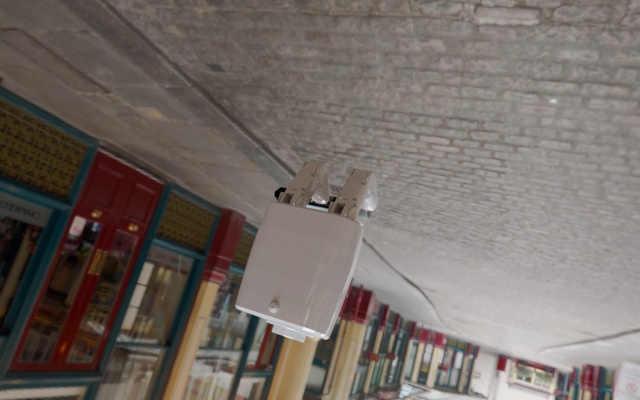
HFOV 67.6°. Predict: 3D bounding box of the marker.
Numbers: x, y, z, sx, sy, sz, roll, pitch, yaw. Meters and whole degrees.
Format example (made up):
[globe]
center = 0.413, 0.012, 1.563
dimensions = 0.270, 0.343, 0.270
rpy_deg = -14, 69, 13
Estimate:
[marker]
center = 0.000, 0.002, 0.546
dimensions = 0.121, 0.020, 0.020
rpy_deg = 11, 4, 25
